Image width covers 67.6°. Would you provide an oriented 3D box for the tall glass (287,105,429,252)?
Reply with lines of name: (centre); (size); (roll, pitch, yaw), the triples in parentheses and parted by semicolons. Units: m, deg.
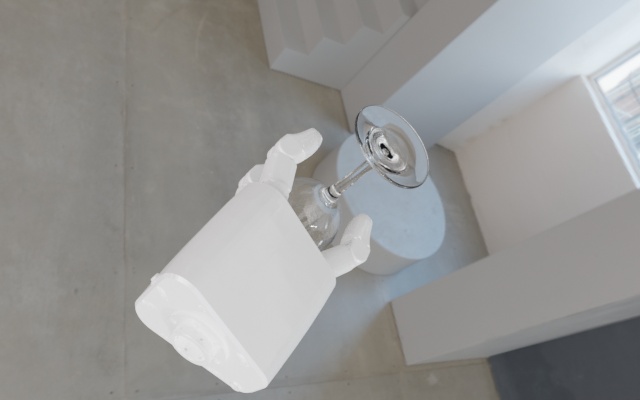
tall glass: (0.001, 0.001, 0.435); (0.079, 0.079, 0.201); (0, -26, -39)
